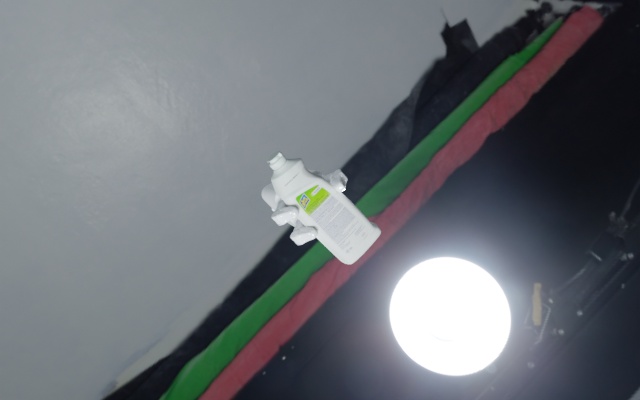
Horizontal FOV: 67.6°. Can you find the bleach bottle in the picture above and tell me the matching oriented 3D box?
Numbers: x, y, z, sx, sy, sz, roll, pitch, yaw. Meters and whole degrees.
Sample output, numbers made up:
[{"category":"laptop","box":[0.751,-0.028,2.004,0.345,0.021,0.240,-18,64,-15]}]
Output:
[{"category":"bleach bottle","box":[0.000,0.003,0.886,0.251,0.102,0.068,48,-12,-22]}]
